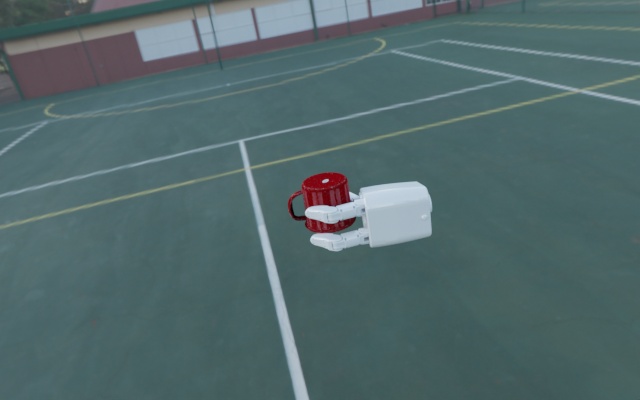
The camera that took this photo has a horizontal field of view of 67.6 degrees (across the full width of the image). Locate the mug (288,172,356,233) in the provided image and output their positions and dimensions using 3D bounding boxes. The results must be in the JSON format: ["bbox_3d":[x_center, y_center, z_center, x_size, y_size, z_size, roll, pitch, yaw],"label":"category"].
[{"bbox_3d":[-0.001,0.003,0.844,0.117,0.081,0.093,-9,23,0],"label":"mug"}]
